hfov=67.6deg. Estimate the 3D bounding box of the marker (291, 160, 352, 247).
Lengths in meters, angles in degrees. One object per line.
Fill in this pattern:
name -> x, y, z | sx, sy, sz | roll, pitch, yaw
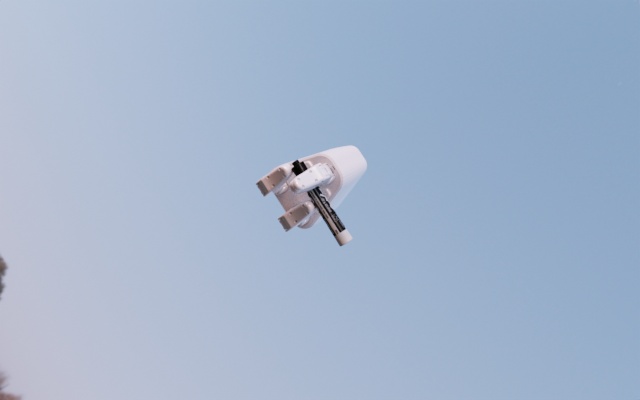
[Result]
marker -> 0.000, 0.002, 0.596 | 0.020, 0.121, 0.020 | -33, -1, -1
